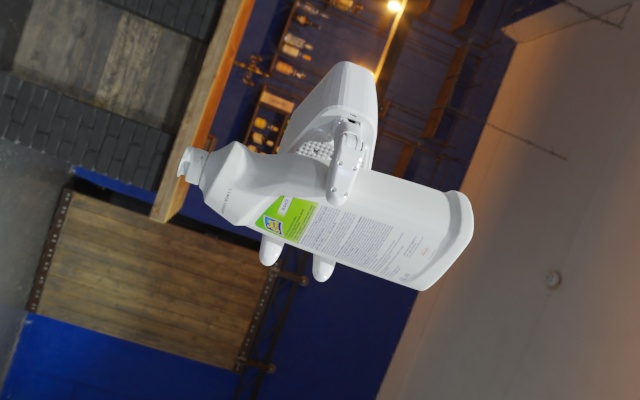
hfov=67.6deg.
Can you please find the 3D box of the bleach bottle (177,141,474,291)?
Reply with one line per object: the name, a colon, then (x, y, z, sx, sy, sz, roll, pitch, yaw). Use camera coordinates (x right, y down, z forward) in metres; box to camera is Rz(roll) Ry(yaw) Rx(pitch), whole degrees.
bleach bottle: (0.000, 0.002, 0.429, 0.251, 0.103, 0.068, 20, 39, -10)
